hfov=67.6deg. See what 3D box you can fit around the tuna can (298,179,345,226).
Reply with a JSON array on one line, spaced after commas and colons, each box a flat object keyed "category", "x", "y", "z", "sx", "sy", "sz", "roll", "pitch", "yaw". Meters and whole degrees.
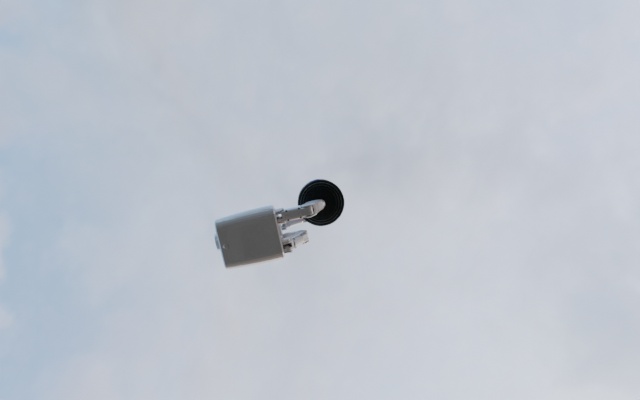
[{"category": "tuna can", "x": 0.000, "y": 0.003, "z": 0.888, "sx": 0.086, "sy": 0.086, "sz": 0.033, "roll": 0, "pitch": 6, "yaw": -4}]
